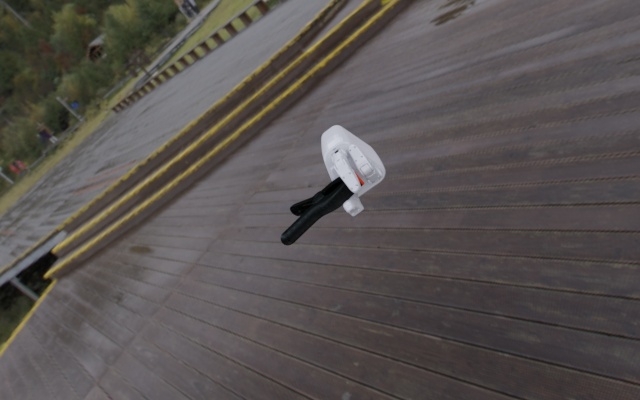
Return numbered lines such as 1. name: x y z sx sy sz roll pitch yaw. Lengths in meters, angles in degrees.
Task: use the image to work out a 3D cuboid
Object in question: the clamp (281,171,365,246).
1. clamp: 0.000 0.002 0.843 0.171 0.039 0.120 -35 25 13
